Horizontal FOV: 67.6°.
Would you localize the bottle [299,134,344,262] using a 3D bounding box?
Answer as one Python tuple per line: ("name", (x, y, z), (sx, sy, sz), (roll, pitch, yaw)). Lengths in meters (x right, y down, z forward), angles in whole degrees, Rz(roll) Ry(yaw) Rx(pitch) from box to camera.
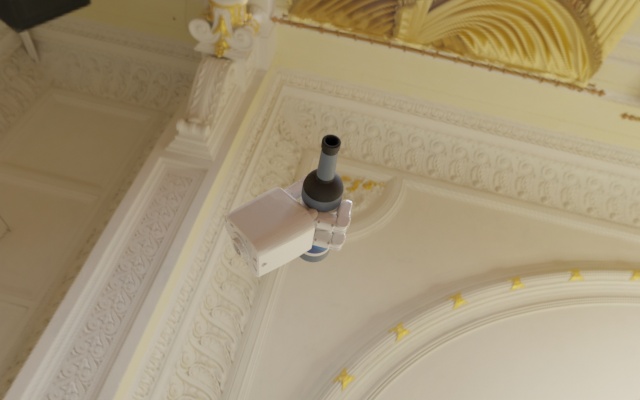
("bottle", (0.000, 0.003, 0.792), (0.069, 0.069, 0.296), (0, -36, -8))
